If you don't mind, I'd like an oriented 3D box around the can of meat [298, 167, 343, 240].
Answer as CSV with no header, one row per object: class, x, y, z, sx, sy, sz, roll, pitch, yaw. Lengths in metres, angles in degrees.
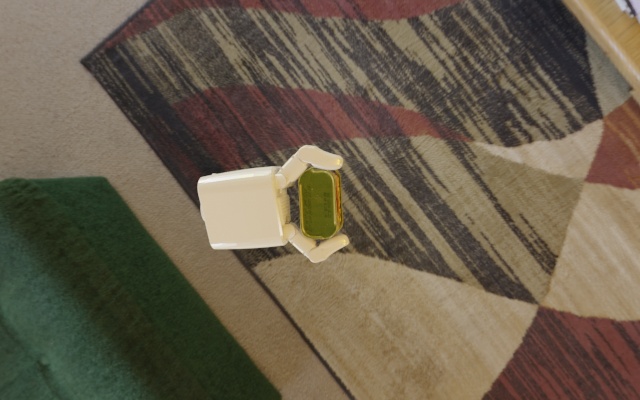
can of meat,0.000,0.002,0.681,0.057,0.102,0.084,-3,4,6
